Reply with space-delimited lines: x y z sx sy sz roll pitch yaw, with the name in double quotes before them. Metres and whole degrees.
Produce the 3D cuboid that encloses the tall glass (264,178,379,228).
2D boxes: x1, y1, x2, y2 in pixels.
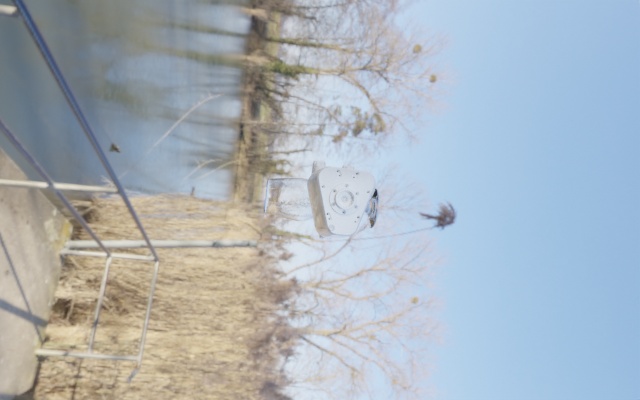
"tall glass" 0.001 0.003 0.868 0.201 0.079 0.079 7 -1 -7
